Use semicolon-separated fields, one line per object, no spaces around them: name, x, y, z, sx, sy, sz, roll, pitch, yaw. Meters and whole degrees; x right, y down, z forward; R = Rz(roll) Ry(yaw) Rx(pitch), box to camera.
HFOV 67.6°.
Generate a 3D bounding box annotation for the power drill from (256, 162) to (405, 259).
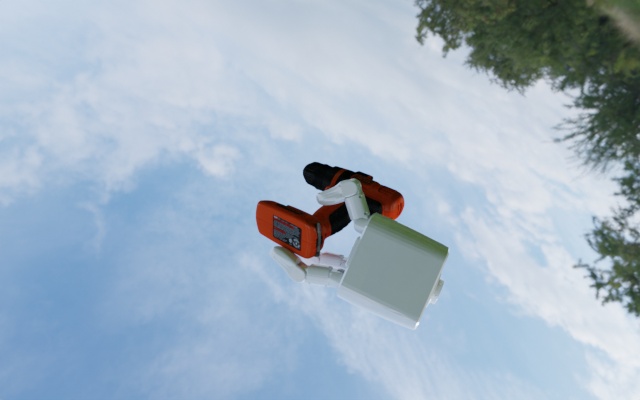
power drill;0.000;0.003;0.686;0.184;0.057;0.187;22;35;36
